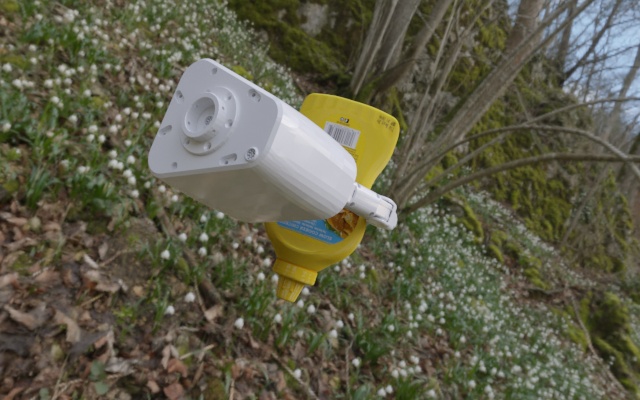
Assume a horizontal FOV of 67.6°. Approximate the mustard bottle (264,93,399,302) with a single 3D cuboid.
[{"bbox_3d":[0.000,0.001,0.448,0.096,0.191,0.058,19,-8,9],"label":"mustard bottle"}]
